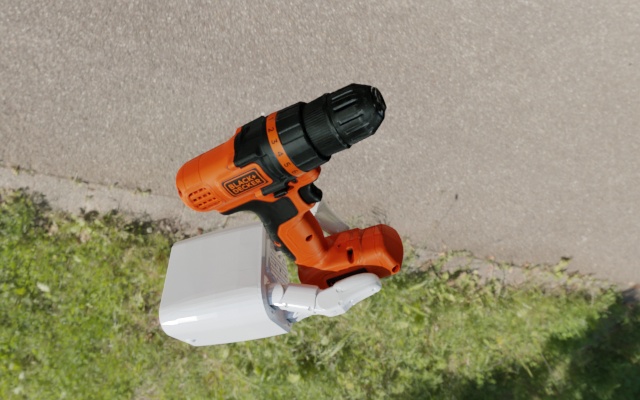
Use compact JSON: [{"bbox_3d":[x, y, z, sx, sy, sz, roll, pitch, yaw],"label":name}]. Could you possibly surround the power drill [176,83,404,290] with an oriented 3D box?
[{"bbox_3d":[0.000,0.002,0.411,0.184,0.057,0.188,-20,-50,24],"label":"power drill"}]
